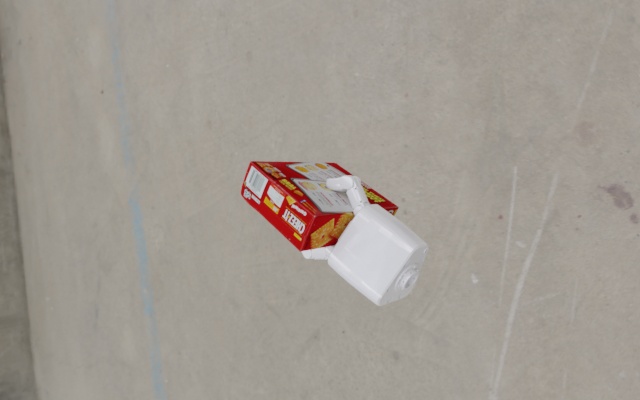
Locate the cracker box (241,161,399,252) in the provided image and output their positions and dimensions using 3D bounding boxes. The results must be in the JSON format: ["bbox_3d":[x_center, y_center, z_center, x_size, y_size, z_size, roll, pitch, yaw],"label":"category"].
[{"bbox_3d":[0.000,0.002,0.794,0.213,0.072,0.164,-4,34,-48],"label":"cracker box"}]
